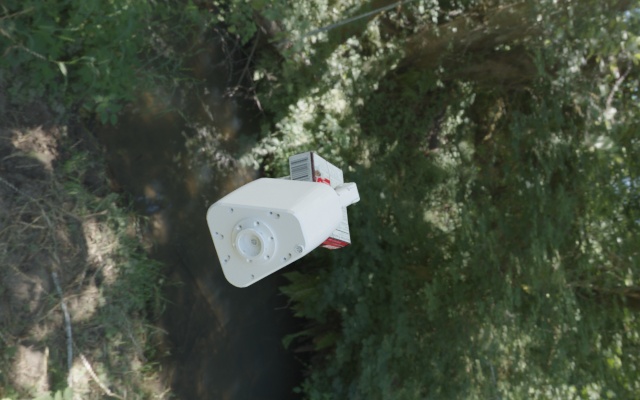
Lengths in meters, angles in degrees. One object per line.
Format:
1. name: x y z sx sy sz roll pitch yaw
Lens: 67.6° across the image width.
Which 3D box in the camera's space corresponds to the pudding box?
1. pudding box: 0.000 0.002 0.622 0.039 0.113 0.090 -12 -18 25
